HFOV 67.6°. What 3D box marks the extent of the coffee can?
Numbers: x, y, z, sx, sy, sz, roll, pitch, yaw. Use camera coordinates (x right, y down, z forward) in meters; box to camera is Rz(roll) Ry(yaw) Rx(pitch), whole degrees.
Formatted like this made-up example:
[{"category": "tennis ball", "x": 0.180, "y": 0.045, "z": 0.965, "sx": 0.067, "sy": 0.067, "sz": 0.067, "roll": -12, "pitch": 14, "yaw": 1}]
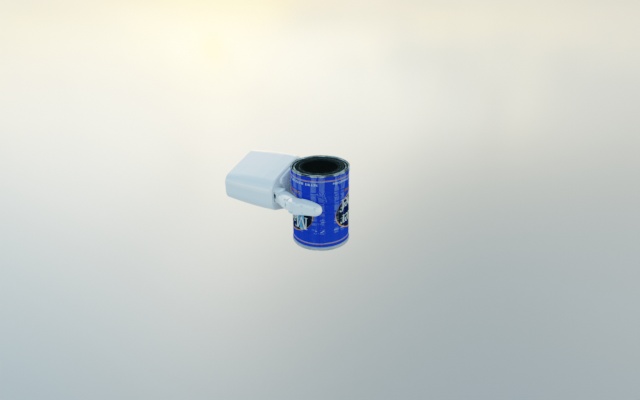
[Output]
[{"category": "coffee can", "x": 0.000, "y": 0.003, "z": 0.839, "sx": 0.103, "sy": 0.140, "sz": 0.102, "roll": -1, "pitch": 25, "yaw": 0}]
